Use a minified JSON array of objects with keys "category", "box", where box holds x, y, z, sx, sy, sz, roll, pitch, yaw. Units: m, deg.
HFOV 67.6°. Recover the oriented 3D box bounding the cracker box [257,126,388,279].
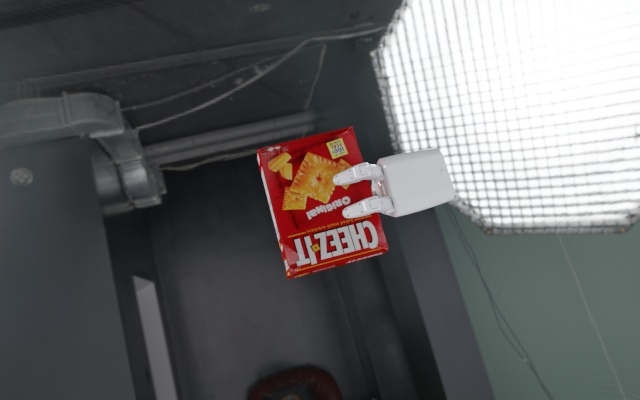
[{"category":"cracker box","box":[0.000,0.002,0.779,0.164,0.213,0.072,-14,-11,-9]}]
